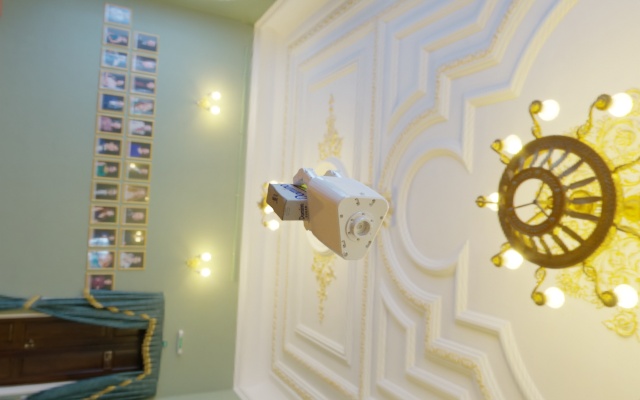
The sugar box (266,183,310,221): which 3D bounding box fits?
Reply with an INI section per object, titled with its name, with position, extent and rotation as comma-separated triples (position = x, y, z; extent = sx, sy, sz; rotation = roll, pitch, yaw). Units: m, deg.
[sugar box]
position = 0.000, 0.002, 0.859
extent = 0.176, 0.048, 0.093
rotation = 4, 18, -27
